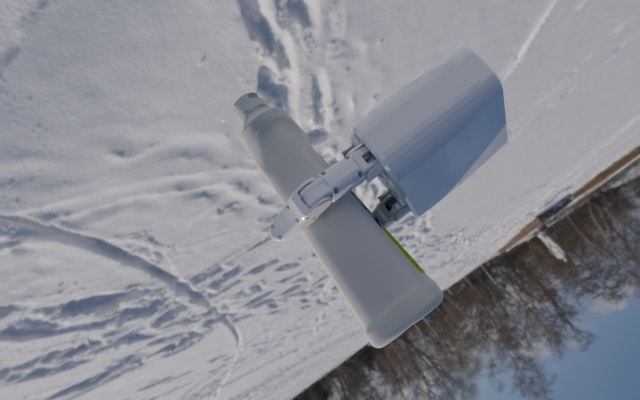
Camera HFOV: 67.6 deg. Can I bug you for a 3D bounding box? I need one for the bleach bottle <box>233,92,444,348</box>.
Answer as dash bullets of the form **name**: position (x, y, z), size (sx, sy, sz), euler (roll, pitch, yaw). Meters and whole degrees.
- **bleach bottle**: position (0.000, 0.001, 0.415), size (0.068, 0.250, 0.102), euler (-38, -15, 3)
